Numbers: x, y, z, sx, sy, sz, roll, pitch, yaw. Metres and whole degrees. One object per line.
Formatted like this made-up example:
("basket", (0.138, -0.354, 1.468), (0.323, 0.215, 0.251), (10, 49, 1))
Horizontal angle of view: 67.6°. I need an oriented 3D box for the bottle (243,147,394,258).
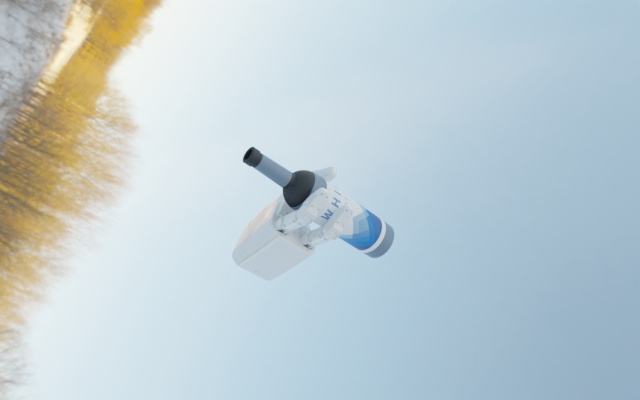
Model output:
("bottle", (0.000, 0.003, 0.766), (0.296, 0.069, 0.069), (33, -19, -32))
